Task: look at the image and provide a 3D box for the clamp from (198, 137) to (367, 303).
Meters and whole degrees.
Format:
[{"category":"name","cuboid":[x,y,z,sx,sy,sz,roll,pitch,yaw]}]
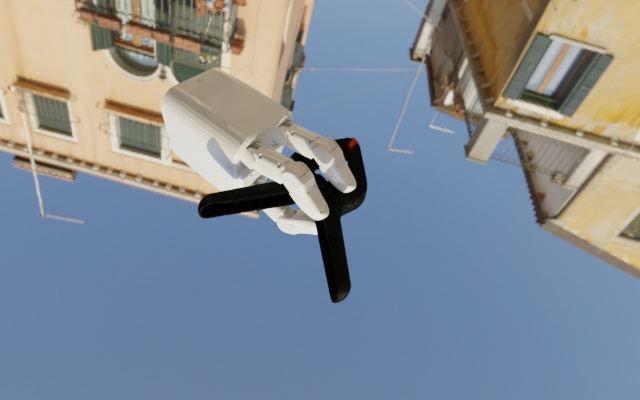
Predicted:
[{"category":"clamp","cuboid":[0.000,0.002,0.507,0.164,0.036,0.210,38,47,9]}]
